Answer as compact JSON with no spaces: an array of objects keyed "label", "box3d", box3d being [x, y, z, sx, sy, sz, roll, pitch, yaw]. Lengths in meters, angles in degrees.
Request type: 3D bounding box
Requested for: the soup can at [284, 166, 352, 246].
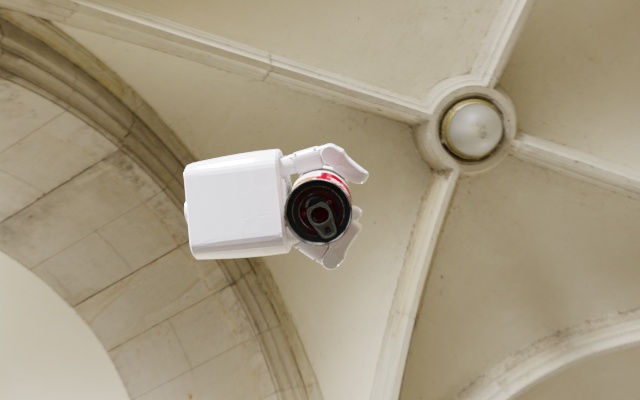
[{"label":"soup can","box3d":[0.001,0.001,0.517,0.068,0.068,0.102,0,12,3]}]
